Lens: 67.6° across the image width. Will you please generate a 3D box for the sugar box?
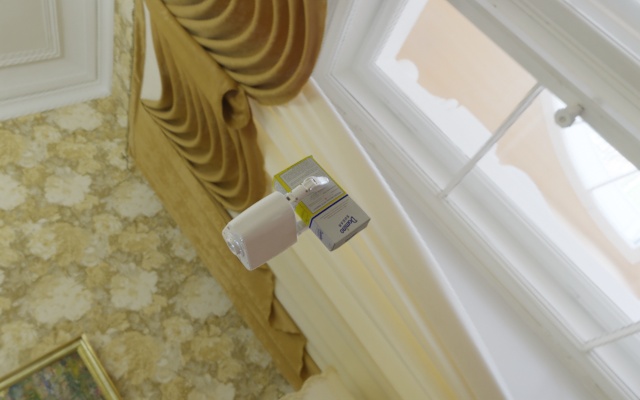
[{"bbox_3d":[0.000,0.003,0.893,0.093,0.176,0.048,-33,-18,-25],"label":"sugar box"}]
